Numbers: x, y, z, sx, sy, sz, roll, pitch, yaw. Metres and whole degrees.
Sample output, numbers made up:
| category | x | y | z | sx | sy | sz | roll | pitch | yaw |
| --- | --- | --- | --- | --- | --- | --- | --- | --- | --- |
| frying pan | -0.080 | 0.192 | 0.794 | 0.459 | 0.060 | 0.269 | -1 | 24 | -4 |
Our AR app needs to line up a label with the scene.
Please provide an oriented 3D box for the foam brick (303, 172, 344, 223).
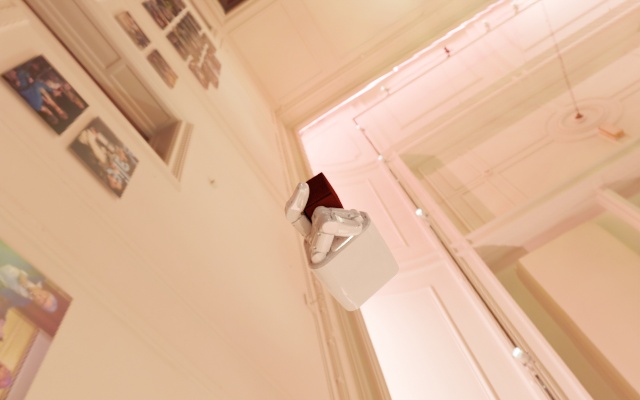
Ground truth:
| category | x | y | z | sx | sy | sz | roll | pitch | yaw |
| --- | --- | --- | --- | --- | --- | --- | --- | --- | --- |
| foam brick | 0.000 | 0.002 | 0.734 | 0.053 | 0.051 | 0.078 | -32 | 28 | 6 |
